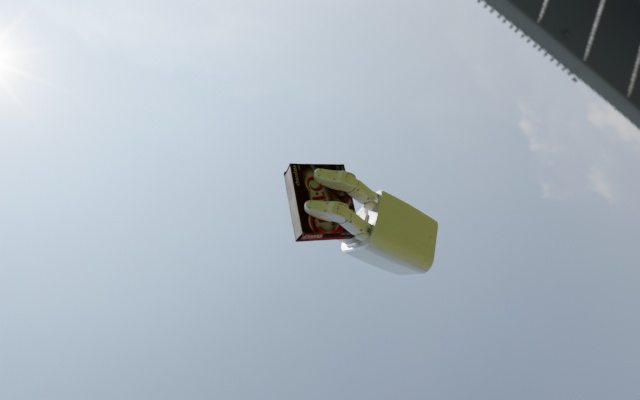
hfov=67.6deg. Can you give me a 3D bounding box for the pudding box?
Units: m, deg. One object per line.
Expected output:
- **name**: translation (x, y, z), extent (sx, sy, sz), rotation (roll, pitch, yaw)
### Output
- **pudding box**: translation (0.000, 0.002, 0.696), extent (0.090, 0.113, 0.039), rotation (-1, -26, -26)
